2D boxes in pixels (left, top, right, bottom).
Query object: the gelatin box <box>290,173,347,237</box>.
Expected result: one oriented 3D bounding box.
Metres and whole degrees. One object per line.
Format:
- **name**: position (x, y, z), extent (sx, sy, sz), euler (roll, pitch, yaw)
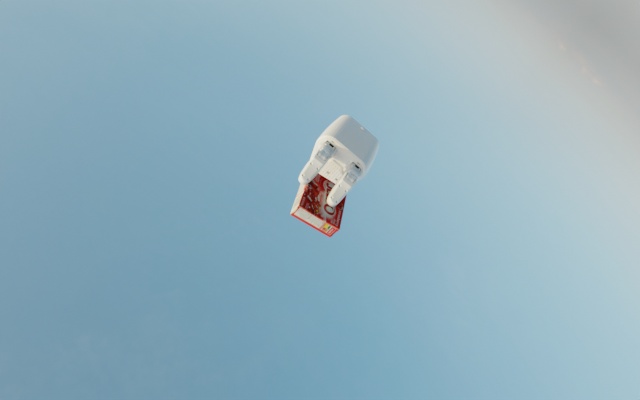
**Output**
- **gelatin box**: position (0.000, 0.003, 0.735), extent (0.073, 0.089, 0.030), euler (31, -47, -15)
